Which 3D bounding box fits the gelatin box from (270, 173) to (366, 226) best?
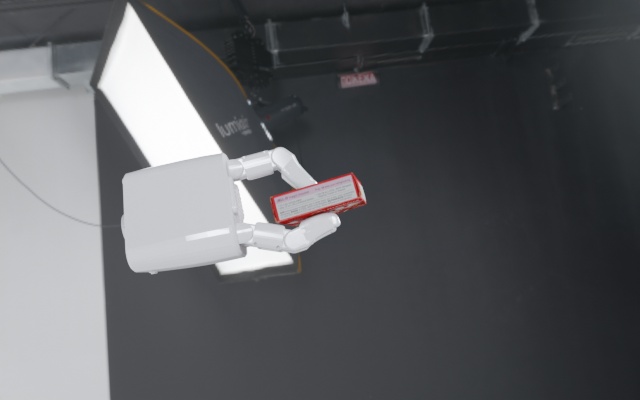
[{"bbox_3d":[0.000,0.001,0.498,0.089,0.030,0.073,-17,-8,8],"label":"gelatin box"}]
